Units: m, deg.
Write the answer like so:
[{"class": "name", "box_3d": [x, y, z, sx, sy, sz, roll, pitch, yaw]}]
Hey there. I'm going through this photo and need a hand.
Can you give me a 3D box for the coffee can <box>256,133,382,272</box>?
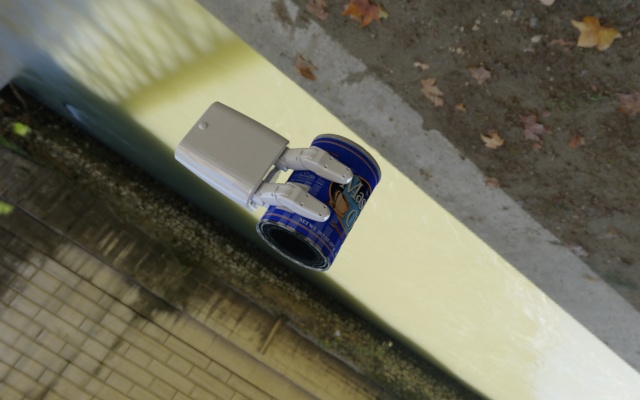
[{"class": "coffee can", "box_3d": [0.000, 0.002, 0.596, 0.103, 0.140, 0.103, 26, -25, 13]}]
